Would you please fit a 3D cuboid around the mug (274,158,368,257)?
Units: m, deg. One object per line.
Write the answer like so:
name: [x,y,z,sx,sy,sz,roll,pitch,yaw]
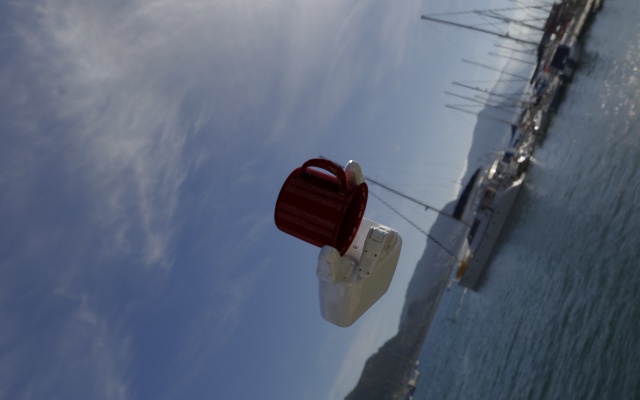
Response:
mug: [0.000,0.001,0.542,0.081,0.117,0.093,21,48,18]
